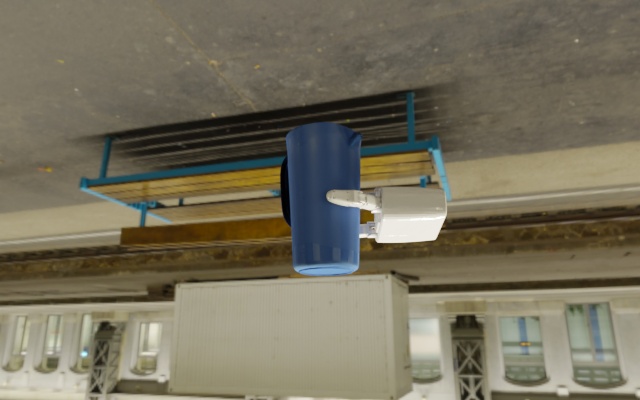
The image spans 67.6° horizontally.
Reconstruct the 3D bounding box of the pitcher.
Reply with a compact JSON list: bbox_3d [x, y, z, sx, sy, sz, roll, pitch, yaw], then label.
[{"bbox_3d":[0.000,0.003,0.816,0.145,0.242,0.149,0,-16,-2],"label":"pitcher"}]
